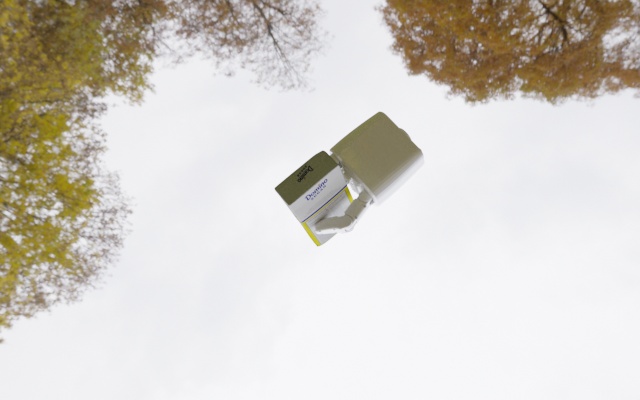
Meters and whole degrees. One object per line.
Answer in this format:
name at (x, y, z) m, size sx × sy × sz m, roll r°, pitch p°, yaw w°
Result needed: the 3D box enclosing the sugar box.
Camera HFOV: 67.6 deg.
sugar box at (0.000, 0.002, 0.740) m, size 0.093 × 0.048 × 0.176 m, roll -39°, pitch -31°, yaw -6°
